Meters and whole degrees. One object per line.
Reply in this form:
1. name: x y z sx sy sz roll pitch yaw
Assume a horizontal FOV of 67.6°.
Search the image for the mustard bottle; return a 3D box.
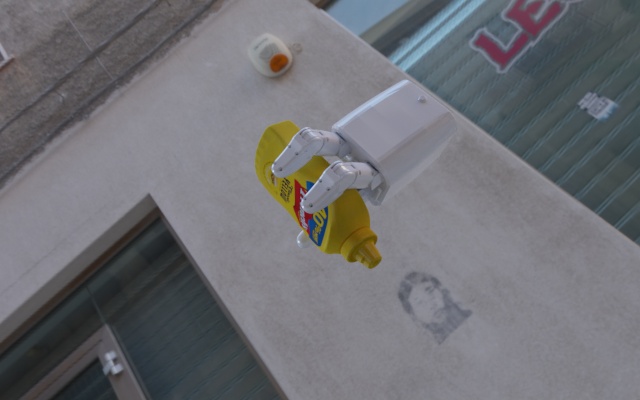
1. mustard bottle: 0.000 0.002 0.529 0.058 0.096 0.191 -23 55 -32
